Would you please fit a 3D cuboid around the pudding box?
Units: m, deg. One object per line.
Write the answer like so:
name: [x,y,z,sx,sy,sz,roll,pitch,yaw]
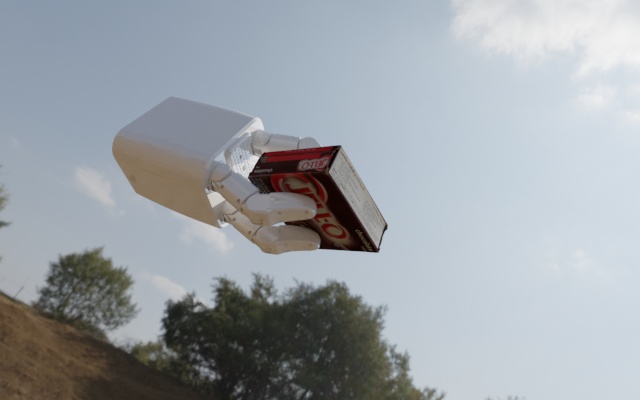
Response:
pudding box: [0.000,0.001,0.446,0.090,0.039,0.113,0,-39,37]
